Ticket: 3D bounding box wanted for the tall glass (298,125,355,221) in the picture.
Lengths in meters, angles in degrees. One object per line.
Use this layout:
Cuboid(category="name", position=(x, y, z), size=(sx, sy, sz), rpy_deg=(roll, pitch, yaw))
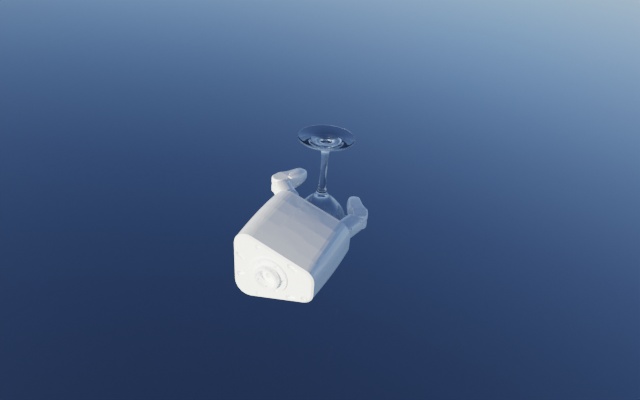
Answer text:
Cuboid(category="tall glass", position=(0.000, 0.002, 0.664), size=(0.079, 0.201, 0.079), rpy_deg=(3, 33, -2))
